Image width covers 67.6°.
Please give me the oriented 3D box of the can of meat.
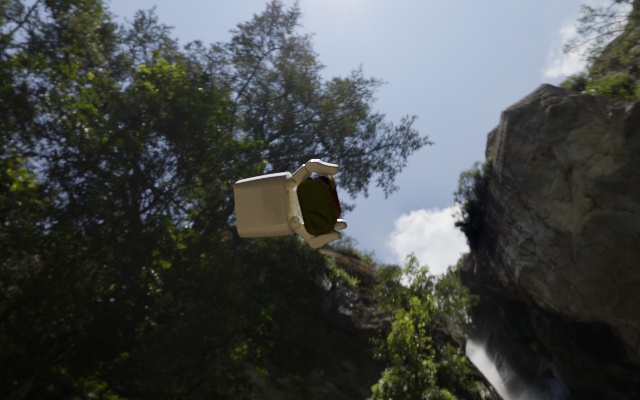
[{"bbox_3d":[0.000,0.003,0.879,0.057,0.102,0.084,-10,12,15],"label":"can of meat"}]
